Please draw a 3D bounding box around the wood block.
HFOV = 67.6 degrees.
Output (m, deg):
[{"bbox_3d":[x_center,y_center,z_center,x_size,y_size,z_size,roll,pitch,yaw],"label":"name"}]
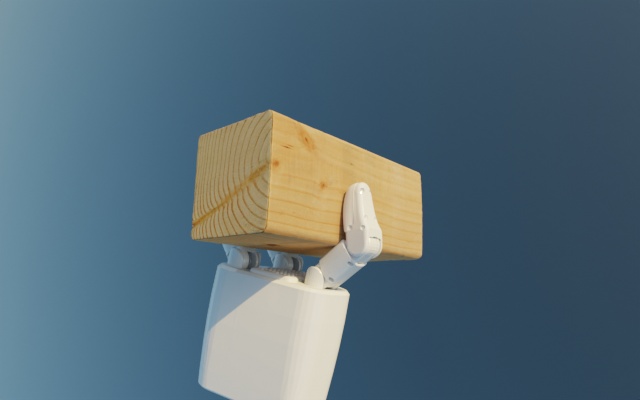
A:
[{"bbox_3d":[0.000,0.002,0.431,0.091,0.090,0.206,-9,-16,41],"label":"wood block"}]
